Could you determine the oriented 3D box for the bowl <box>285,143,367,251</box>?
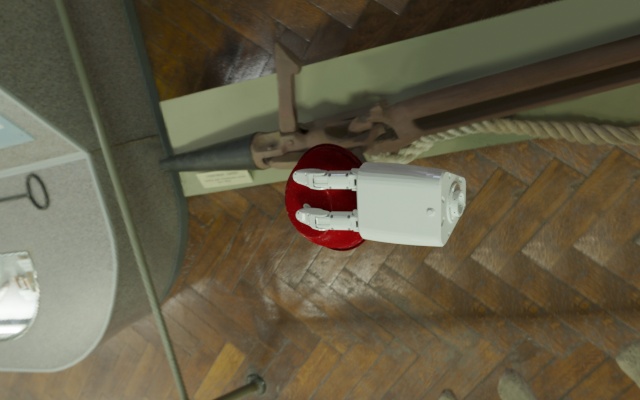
[{"bbox_3d":[-0.001,0.002,0.681,0.162,0.162,0.055,0,13,43],"label":"bowl"}]
